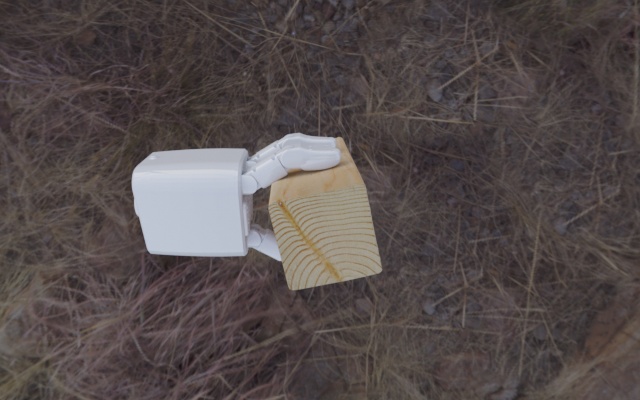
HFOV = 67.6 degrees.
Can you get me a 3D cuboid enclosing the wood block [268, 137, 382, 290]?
[{"bbox_3d":[0.000,0.002,0.523,0.090,0.091,0.206,-12,20,1],"label":"wood block"}]
